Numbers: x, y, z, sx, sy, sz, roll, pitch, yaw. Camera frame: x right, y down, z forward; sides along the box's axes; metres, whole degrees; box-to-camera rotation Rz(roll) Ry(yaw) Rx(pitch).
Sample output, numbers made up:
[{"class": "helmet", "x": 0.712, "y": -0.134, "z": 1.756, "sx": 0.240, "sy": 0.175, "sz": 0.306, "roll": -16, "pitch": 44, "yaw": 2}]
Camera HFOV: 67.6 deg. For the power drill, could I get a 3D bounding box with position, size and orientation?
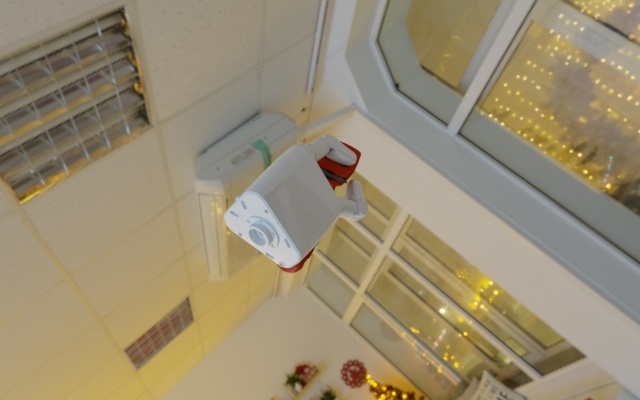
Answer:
[{"class": "power drill", "x": 0.000, "y": 0.002, "z": 0.744, "sx": 0.057, "sy": 0.188, "sz": 0.184, "roll": 24, "pitch": 27, "yaw": 2}]
